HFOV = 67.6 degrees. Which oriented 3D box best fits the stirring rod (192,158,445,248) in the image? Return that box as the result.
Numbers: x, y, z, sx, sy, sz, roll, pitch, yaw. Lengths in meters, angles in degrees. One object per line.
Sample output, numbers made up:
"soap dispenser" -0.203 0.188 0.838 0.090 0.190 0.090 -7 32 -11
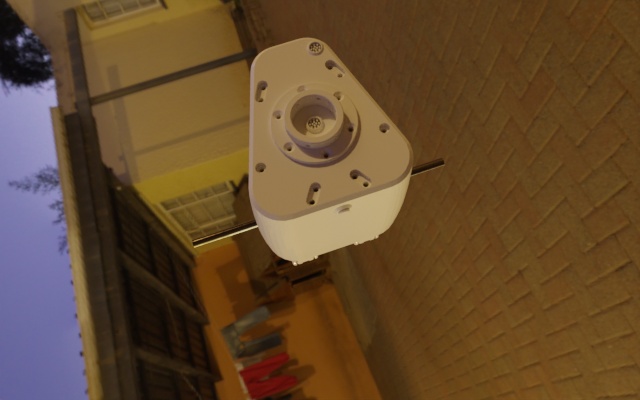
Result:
"stirring rod" 0.000 0.001 0.437 0.239 0.011 0.011 -18 1 -4
